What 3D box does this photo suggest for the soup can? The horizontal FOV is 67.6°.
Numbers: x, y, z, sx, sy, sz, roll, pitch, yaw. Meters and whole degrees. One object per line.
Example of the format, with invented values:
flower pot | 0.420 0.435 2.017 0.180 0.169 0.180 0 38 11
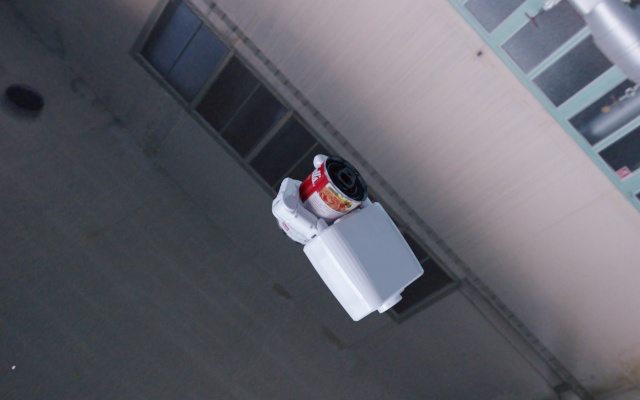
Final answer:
soup can | 0.000 0.002 0.592 0.068 0.068 0.102 0 -34 -49
